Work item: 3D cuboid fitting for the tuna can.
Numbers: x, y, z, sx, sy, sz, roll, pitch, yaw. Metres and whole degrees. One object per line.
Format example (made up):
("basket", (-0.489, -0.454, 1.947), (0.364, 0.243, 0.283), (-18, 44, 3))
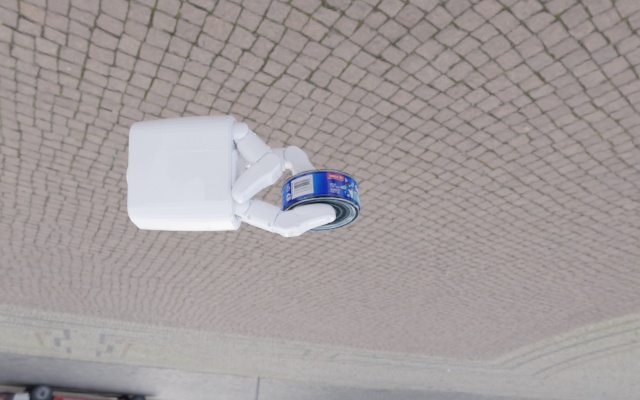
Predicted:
("tuna can", (0.000, 0.002, 0.518), (0.086, 0.033, 0.086), (-3, -27, -2))
